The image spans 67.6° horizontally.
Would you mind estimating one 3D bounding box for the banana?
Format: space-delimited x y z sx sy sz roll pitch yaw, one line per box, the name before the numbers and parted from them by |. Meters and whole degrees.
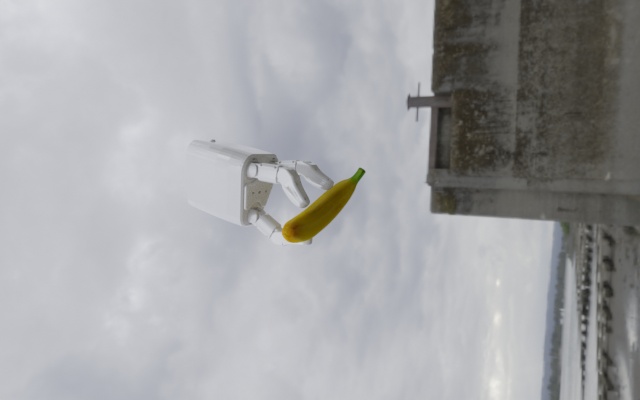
banana | -0.003 0.014 0.665 0.037 0.070 0.197 31 41 15
